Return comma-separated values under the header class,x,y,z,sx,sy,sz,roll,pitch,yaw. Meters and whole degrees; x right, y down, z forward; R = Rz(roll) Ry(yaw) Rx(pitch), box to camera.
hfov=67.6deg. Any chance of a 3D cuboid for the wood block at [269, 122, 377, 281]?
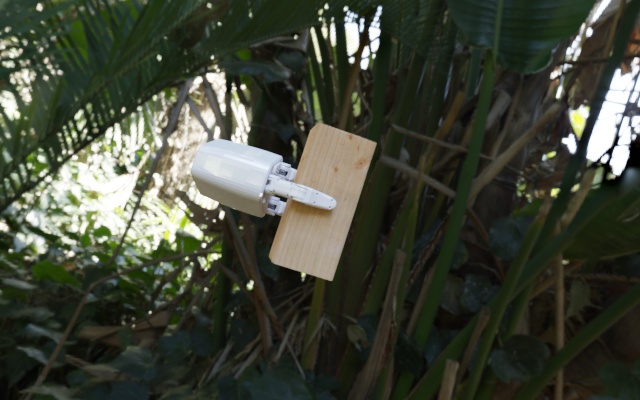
class,x,y,z,sx,sy,sz,roll,pitch,yaw
wood block,0.000,0.002,0.705,0.090,0.206,0.091,18,-2,-9
